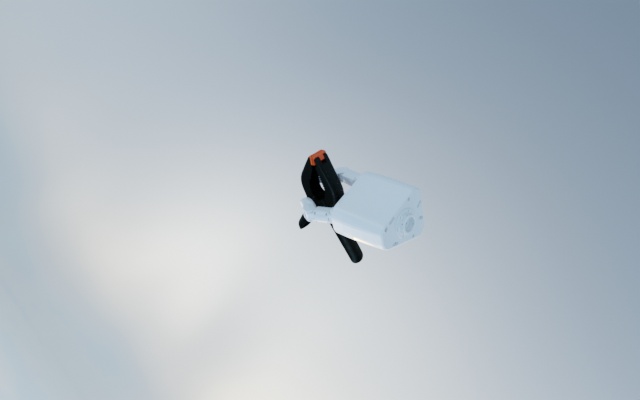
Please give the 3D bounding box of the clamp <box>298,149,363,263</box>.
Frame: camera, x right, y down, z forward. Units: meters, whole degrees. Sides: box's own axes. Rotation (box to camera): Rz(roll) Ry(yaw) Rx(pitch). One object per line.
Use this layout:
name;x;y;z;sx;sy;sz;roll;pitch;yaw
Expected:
clamp;0.000;0.003;0.859;0.036;0.210;0.164;-33;36;-30
